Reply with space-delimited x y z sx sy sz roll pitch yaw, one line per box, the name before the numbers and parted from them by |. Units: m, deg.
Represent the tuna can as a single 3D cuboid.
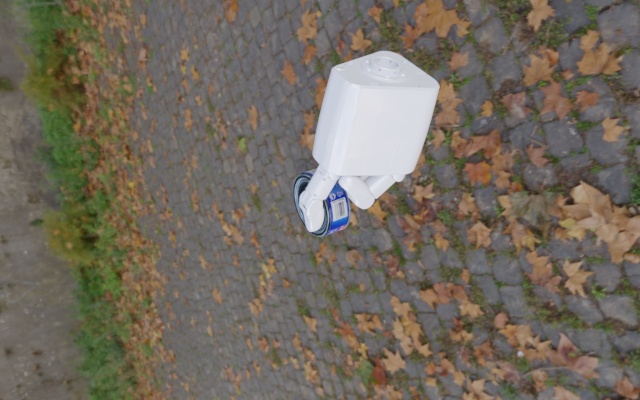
tuna can | 0.000 0.002 0.607 0.033 0.086 0.086 -19 10 -29
